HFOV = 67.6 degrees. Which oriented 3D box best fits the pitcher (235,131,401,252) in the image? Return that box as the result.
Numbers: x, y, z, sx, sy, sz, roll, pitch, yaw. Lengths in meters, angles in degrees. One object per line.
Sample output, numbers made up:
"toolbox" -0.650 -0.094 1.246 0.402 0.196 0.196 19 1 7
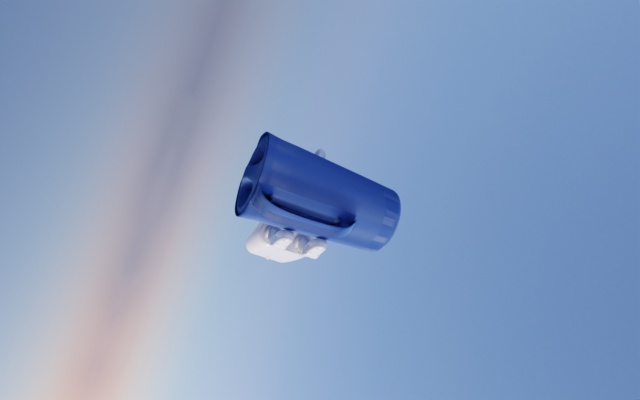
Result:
"pitcher" 0.000 0.002 0.733 0.243 0.149 0.145 20 -24 -19
